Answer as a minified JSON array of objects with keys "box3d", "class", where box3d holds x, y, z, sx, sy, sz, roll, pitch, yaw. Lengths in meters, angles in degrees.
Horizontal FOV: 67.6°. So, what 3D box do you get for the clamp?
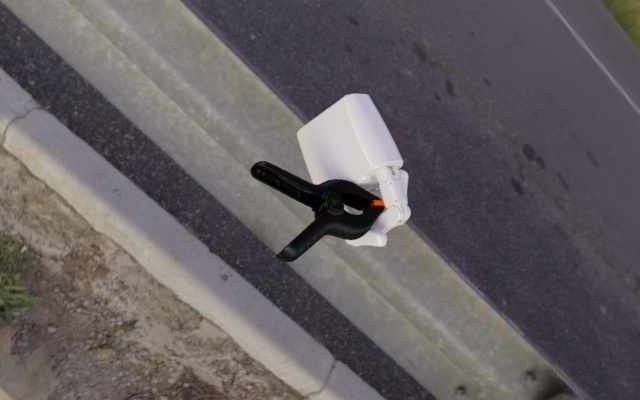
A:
[{"box3d":[0.001,0.002,0.550,0.171,0.120,0.039,-8,-21,-42],"class":"clamp"}]
